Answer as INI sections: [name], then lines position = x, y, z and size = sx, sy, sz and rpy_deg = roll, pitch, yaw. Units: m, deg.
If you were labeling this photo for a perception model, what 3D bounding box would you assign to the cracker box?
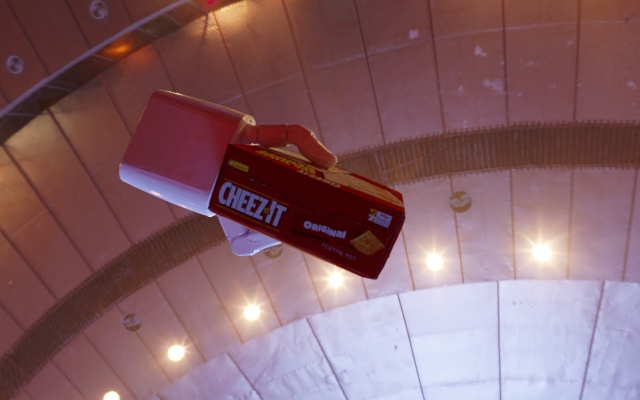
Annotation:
[cracker box]
position = 0.000, 0.001, 0.505
size = 0.164, 0.072, 0.213
rpy_deg = 22, 8, 6
